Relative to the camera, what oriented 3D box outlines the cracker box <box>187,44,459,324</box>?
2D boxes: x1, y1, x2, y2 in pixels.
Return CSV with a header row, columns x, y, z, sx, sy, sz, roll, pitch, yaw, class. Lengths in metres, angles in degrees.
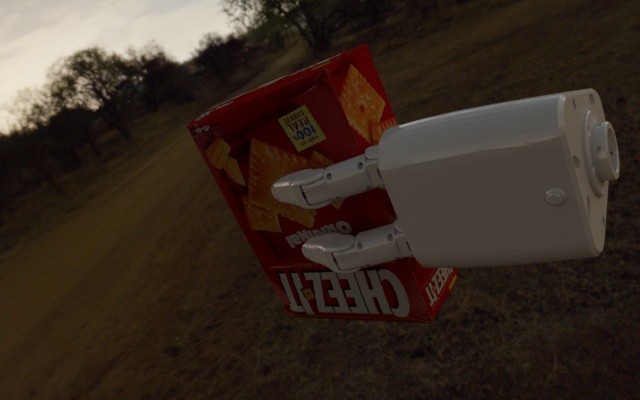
x,y,z,sx,sy,sz,roll,pitch,yaw,class
0.000,0.001,0.408,0.164,0.214,0.072,-9,24,40,cracker box
